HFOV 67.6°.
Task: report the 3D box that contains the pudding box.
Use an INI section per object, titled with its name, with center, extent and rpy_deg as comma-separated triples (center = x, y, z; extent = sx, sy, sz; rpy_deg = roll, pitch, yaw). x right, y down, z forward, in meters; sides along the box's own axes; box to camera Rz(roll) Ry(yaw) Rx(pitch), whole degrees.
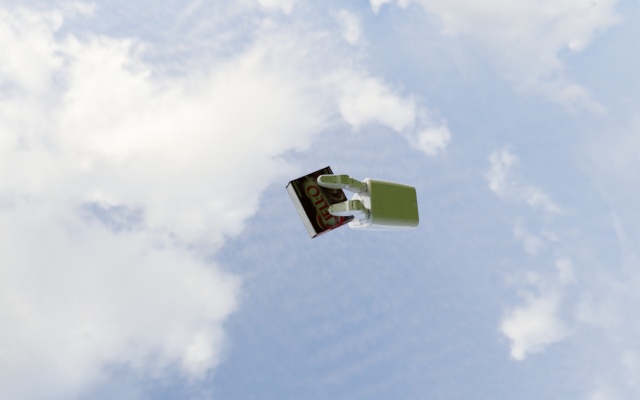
[pudding box]
center = 0.000, 0.003, 0.886
extent = 0.090, 0.113, 0.039
rpy_deg = -23, -12, -27
